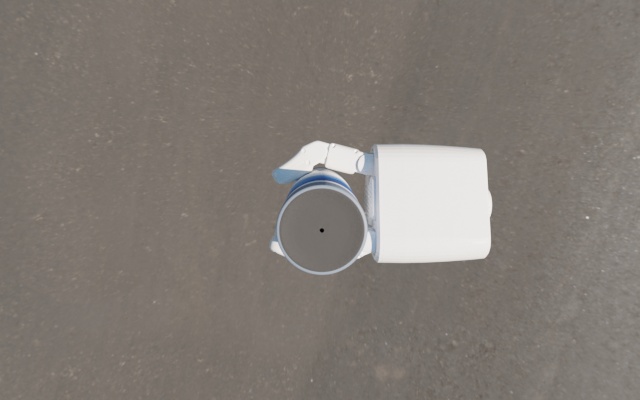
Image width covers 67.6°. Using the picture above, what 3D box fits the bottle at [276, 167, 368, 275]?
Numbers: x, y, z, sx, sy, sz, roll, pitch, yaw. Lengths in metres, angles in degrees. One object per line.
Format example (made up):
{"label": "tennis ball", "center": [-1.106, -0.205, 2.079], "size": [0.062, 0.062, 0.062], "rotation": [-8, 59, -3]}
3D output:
{"label": "bottle", "center": [0.000, 0.002, 0.489], "size": [0.069, 0.069, 0.295], "rotation": [0, 8, 0]}
